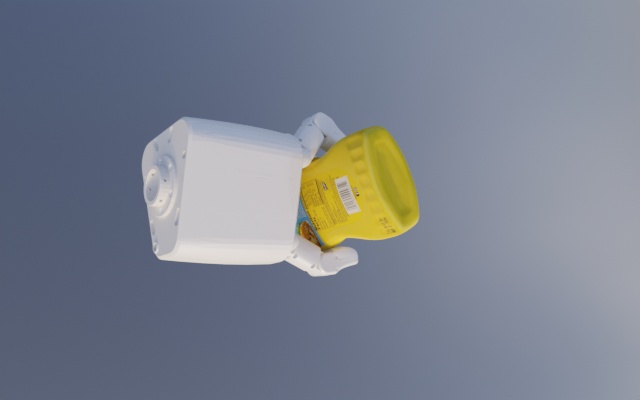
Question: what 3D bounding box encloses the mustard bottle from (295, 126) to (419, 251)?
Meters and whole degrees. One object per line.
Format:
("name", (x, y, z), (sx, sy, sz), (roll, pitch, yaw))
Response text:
("mustard bottle", (0.000, 0.001, 0.473), (0.192, 0.096, 0.058), (-19, 5, 46))
